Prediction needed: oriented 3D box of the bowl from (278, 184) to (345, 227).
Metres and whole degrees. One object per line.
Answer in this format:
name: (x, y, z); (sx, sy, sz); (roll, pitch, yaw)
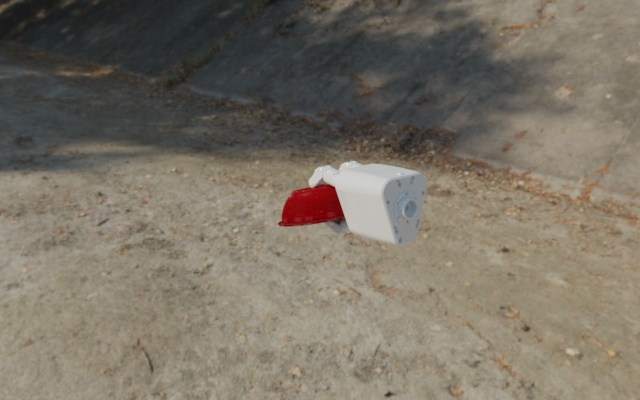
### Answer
bowl: (-0.001, 0.002, 0.840); (0.162, 0.055, 0.162); (-10, 4, 1)
